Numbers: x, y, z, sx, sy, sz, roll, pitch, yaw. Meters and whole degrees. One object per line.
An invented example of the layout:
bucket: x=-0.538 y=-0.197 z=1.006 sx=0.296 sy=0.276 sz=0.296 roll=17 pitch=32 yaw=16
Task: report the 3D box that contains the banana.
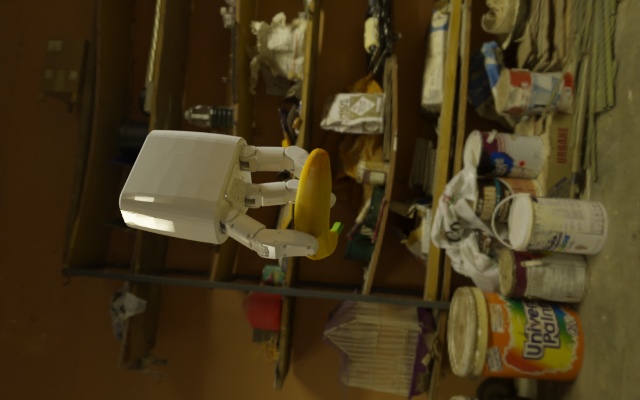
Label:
banana: x=-0.004 y=0.020 z=0.500 sx=0.037 sy=0.069 sz=0.198 roll=11 pitch=-21 yaw=10
